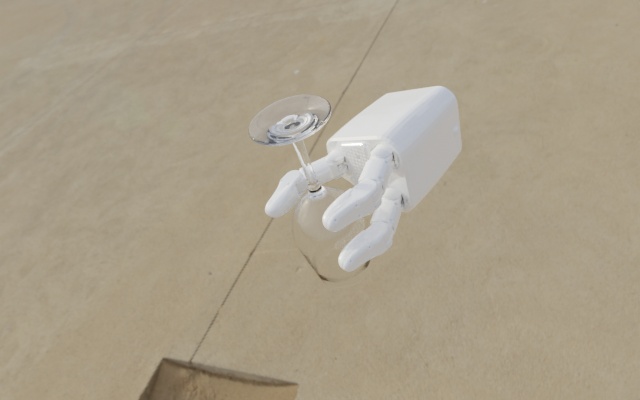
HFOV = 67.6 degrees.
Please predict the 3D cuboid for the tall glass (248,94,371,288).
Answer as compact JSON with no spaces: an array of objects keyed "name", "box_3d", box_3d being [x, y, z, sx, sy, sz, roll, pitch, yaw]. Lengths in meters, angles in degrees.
[{"name":"tall glass","box_3d":[0.000,0.001,0.470,0.079,0.201,0.079,-12,40,10]}]
